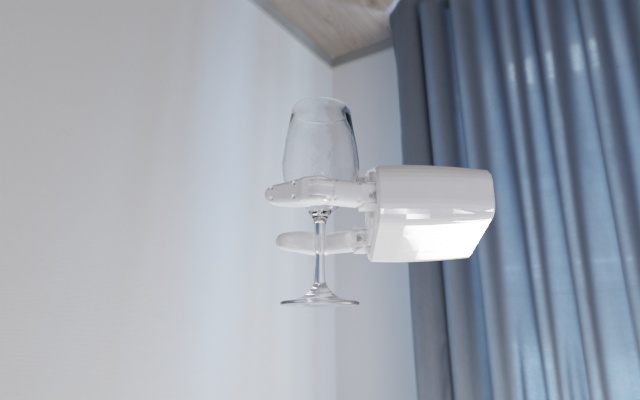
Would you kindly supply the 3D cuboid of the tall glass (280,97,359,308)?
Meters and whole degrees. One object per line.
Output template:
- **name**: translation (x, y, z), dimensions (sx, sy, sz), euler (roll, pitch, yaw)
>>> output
- **tall glass**: translation (0.000, 0.002, 0.472), dimensions (0.079, 0.201, 0.079), euler (0, -16, 0)
